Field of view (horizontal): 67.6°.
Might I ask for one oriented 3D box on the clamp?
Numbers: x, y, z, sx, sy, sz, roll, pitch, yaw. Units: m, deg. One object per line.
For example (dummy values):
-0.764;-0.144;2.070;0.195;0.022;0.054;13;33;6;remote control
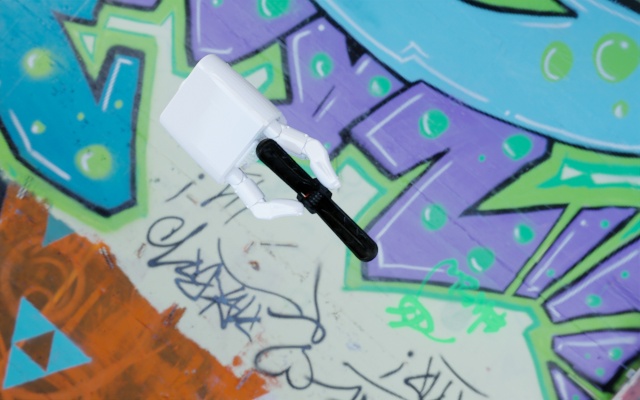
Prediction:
-0.001;0.002;0.566;0.036;0.164;0.210;-44;-2;1;clamp
